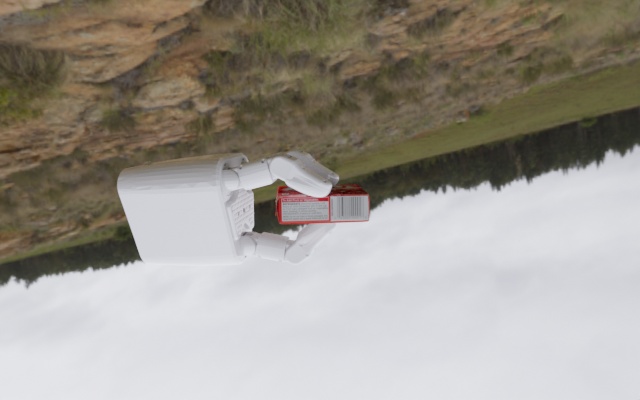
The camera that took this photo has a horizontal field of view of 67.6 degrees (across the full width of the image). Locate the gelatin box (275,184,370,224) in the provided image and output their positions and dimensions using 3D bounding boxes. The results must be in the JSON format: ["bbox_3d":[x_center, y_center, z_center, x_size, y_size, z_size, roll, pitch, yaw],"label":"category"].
[{"bbox_3d":[0.000,0.002,0.482,0.089,0.030,0.073,-1,9,-4],"label":"gelatin box"}]
